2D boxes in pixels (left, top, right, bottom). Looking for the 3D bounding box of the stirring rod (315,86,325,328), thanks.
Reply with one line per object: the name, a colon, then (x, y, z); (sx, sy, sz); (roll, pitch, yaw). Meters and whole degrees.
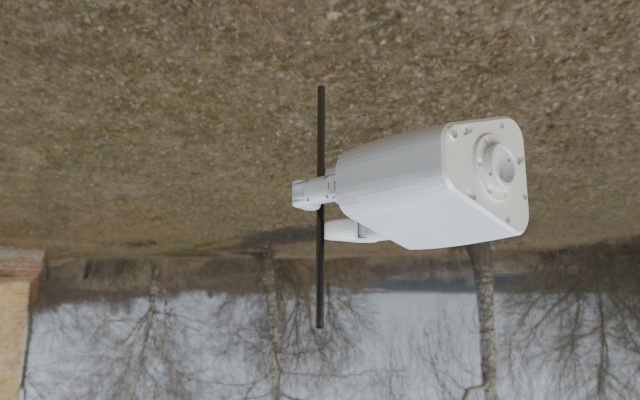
stirring rod: (0.000, 0.001, 0.470); (0.011, 0.239, 0.011); (0, -11, 0)
